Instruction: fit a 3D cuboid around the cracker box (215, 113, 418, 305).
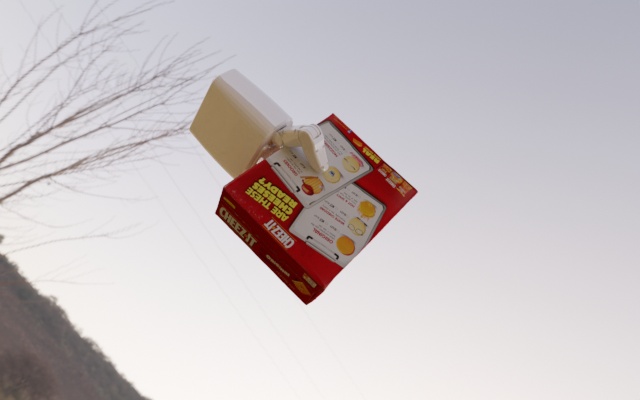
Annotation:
[{"bbox_3d":[0.000,0.002,0.614,0.213,0.164,0.072,-40,-9,-37],"label":"cracker box"}]
